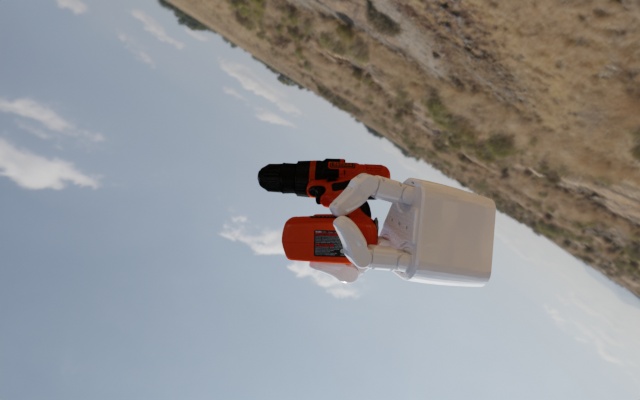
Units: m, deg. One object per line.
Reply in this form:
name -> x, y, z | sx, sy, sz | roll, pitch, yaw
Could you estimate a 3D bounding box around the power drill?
power drill -> 0.000, 0.002, 0.600 | 0.184, 0.057, 0.187 | 0, 30, 4
